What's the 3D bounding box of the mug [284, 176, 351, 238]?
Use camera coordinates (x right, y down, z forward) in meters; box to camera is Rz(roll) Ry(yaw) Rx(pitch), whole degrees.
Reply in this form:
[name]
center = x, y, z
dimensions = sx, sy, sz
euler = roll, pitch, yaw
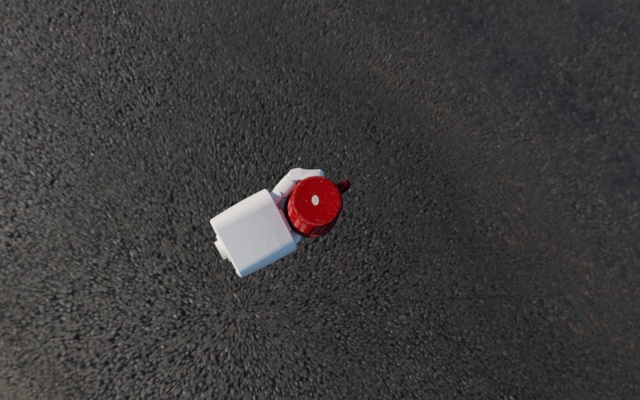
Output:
[mug]
center = 0.001, 0.002, 0.767
dimensions = 0.117, 0.093, 0.081
euler = -31, -6, -13
